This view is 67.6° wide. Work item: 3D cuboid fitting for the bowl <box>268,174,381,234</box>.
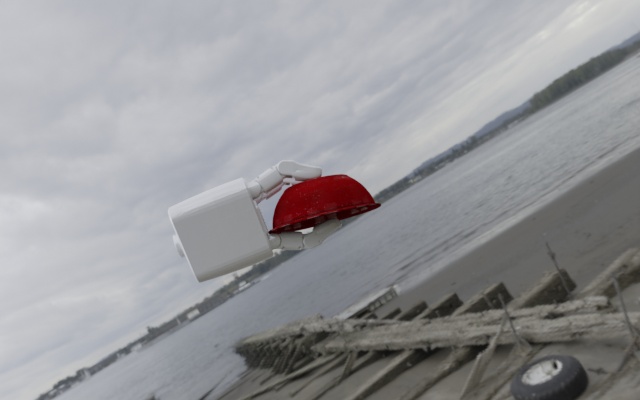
[{"bbox_3d":[0.001,0.002,0.666,0.162,0.055,0.162,-13,-7,-2],"label":"bowl"}]
